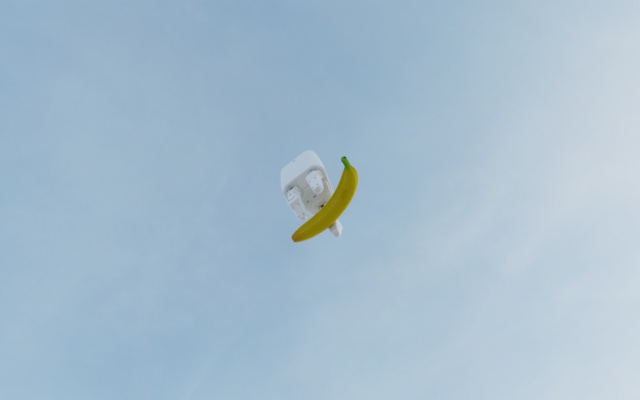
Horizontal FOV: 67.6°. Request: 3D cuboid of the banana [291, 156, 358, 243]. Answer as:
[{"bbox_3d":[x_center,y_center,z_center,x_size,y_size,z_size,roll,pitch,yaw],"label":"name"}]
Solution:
[{"bbox_3d":[0.018,0.007,0.901,0.069,0.198,0.037,22,21,-24],"label":"banana"}]
